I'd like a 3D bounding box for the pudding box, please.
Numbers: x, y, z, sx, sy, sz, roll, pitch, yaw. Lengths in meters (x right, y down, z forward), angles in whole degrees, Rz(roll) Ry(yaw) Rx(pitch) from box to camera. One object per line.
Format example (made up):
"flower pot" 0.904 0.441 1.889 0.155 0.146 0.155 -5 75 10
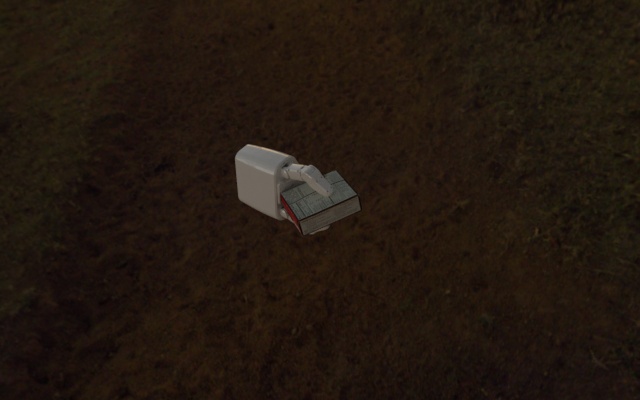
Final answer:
"pudding box" 0.000 0.002 0.797 0.113 0.039 0.090 -25 40 -10
